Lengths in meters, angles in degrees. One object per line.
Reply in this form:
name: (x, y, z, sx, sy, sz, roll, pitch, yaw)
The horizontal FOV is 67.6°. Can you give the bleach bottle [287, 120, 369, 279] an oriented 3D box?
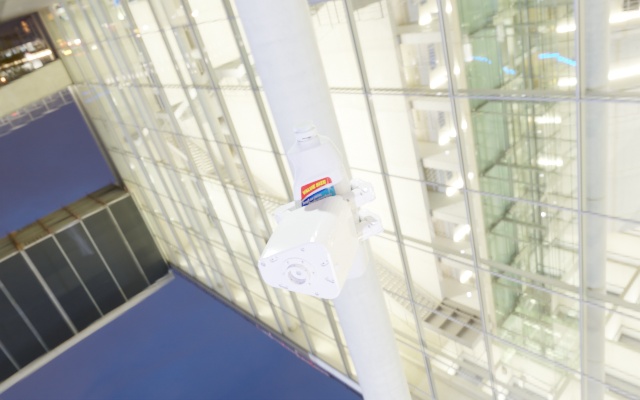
bleach bottle: (0.000, 0.002, 0.719, 0.102, 0.251, 0.068, -5, 29, 22)
